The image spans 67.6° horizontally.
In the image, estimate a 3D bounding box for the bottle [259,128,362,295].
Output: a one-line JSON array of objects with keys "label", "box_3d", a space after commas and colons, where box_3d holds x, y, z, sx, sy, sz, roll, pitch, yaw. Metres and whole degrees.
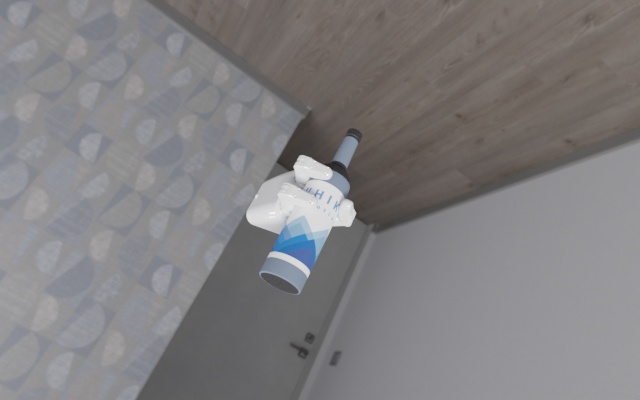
[{"label": "bottle", "box_3d": [0.000, 0.003, 0.756, 0.069, 0.295, 0.069, 21, -27, 11]}]
